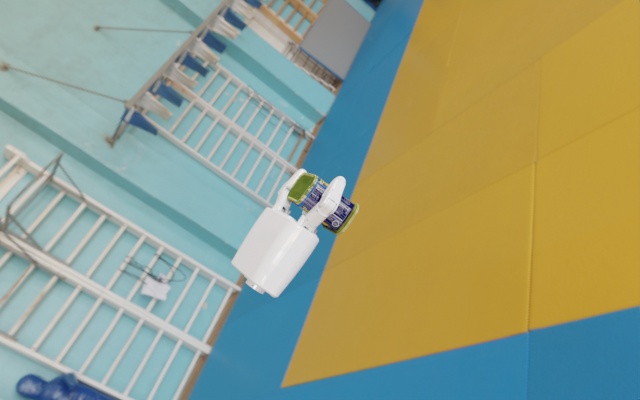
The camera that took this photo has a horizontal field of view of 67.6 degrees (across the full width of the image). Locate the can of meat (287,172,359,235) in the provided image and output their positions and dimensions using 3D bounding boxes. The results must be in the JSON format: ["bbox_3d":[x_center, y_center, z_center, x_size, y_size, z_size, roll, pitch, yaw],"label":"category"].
[{"bbox_3d":[0.000,0.002,0.743,0.084,0.057,0.102,36,-4,-16],"label":"can of meat"}]
